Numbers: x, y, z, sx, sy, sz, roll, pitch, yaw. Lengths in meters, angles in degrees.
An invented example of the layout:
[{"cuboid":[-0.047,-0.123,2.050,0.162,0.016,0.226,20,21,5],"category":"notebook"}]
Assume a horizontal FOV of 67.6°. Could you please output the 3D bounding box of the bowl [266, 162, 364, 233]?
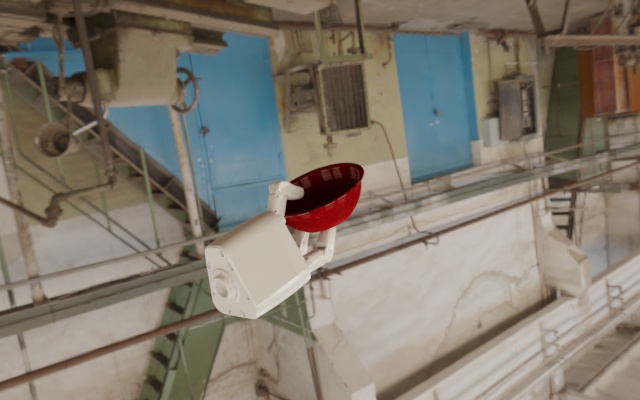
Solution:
[{"cuboid":[0.001,0.002,0.745,0.162,0.055,0.162,-20,23,9],"category":"bowl"}]
